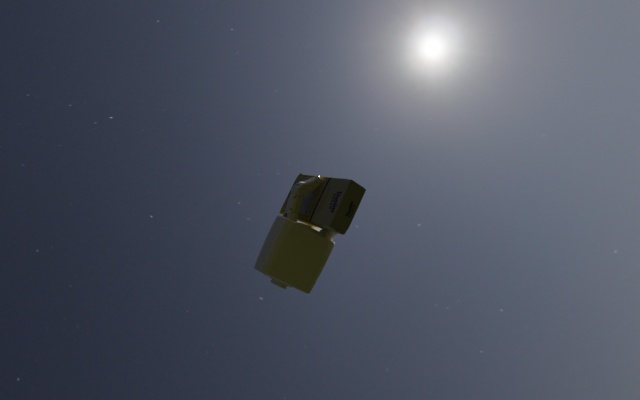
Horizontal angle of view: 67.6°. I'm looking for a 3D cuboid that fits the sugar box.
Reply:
[{"bbox_3d":[0.000,0.003,0.889,0.048,0.093,0.176,32,-11,-35],"label":"sugar box"}]
